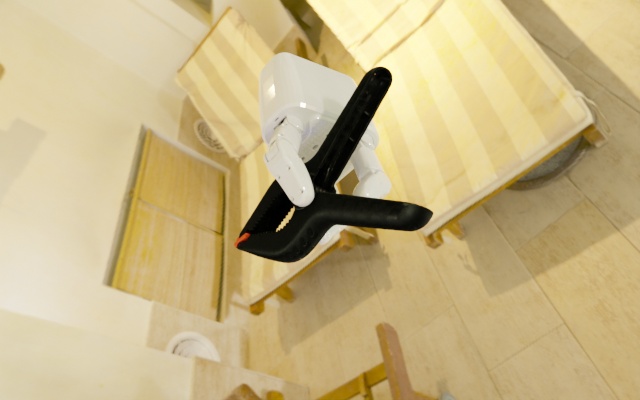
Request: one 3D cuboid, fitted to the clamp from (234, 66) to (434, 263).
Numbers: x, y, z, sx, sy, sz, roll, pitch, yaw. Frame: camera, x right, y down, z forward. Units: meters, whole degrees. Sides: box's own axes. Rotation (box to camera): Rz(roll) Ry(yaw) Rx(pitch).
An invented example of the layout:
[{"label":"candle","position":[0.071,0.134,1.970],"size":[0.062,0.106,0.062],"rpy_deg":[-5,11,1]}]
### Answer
[{"label":"clamp","position":[-0.001,0.001,0.409],"size":[0.036,0.164,0.210],"rpy_deg":[28,-57,-35]}]
